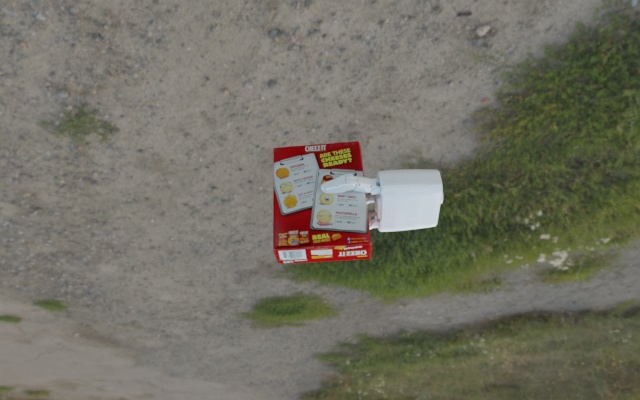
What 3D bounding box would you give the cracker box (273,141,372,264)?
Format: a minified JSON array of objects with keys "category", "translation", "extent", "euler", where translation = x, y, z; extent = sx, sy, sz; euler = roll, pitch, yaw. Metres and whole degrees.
[{"category":"cracker box","translation":[0.000,0.003,0.855],"extent":[0.164,0.213,0.072],"euler":[-4,-32,1]}]
